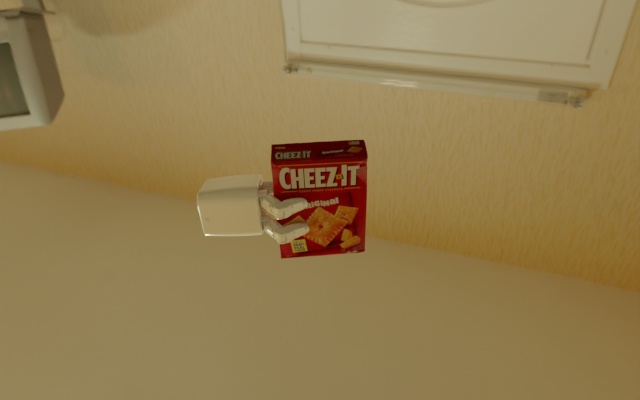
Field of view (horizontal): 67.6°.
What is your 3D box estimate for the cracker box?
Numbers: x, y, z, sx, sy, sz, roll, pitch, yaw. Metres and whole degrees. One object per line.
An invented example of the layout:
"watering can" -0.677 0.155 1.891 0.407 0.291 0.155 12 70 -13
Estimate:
"cracker box" 0.000 0.003 0.864 0.164 0.214 0.072 -4 36 -2
